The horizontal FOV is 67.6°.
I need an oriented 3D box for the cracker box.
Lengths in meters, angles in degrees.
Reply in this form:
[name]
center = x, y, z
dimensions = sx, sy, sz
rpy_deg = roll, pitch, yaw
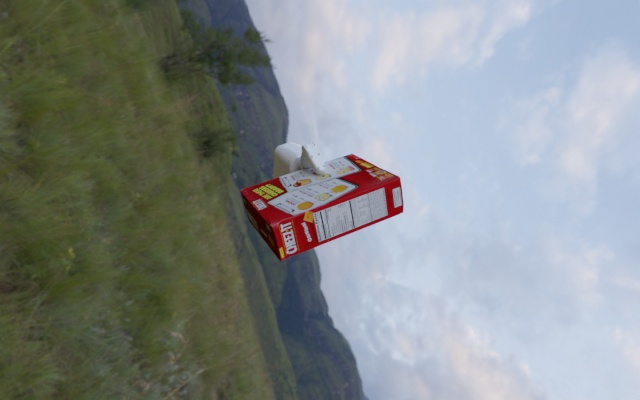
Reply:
[cracker box]
center = 0.000, 0.002, 0.766
dimensions = 0.213, 0.072, 0.164
rpy_deg = -20, 26, -17
